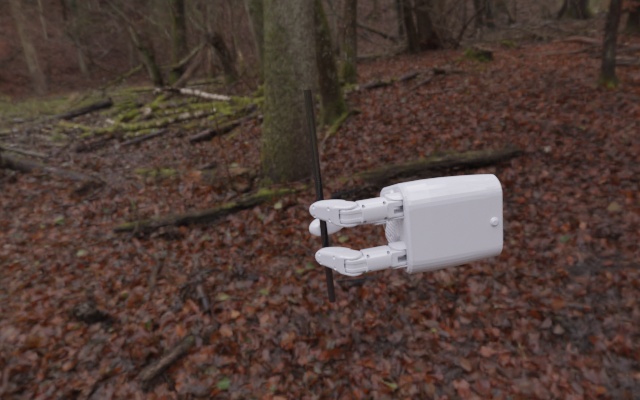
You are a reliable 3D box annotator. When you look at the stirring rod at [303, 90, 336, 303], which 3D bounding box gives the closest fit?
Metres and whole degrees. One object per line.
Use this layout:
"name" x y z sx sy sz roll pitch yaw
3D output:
"stirring rod" 0.000 0.002 0.523 0.011 0.239 0.011 -6 16 2
